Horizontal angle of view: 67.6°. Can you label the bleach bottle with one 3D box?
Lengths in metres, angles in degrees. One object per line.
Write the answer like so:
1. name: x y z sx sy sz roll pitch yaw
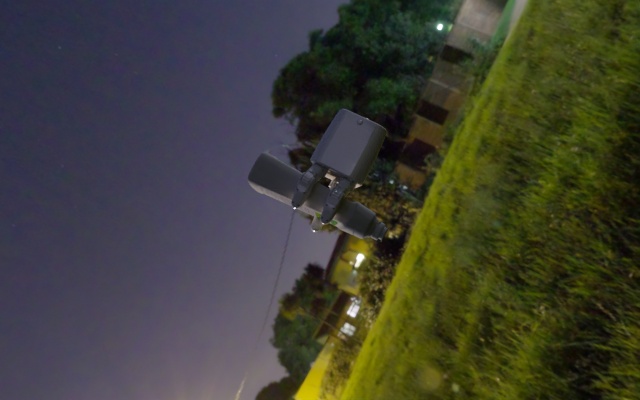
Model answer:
1. bleach bottle: 0.000 0.003 0.832 0.251 0.068 0.102 27 -6 12
